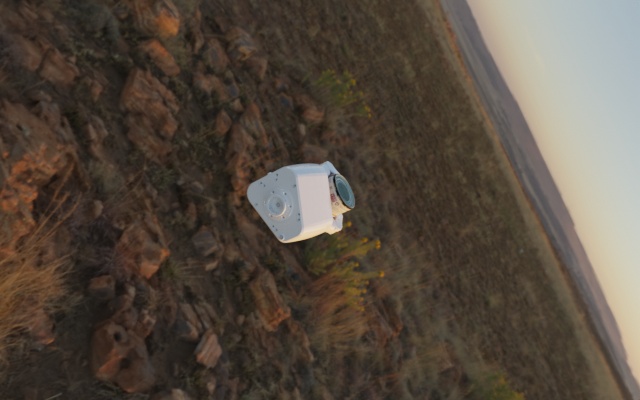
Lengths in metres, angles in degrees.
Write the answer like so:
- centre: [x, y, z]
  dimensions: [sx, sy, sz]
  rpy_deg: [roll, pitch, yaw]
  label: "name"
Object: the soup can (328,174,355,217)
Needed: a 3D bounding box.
- centre: [0.001, 0.003, 0.837]
  dimensions: [0.102, 0.068, 0.068]
  rpy_deg: [-25, -11, 23]
  label: "soup can"
